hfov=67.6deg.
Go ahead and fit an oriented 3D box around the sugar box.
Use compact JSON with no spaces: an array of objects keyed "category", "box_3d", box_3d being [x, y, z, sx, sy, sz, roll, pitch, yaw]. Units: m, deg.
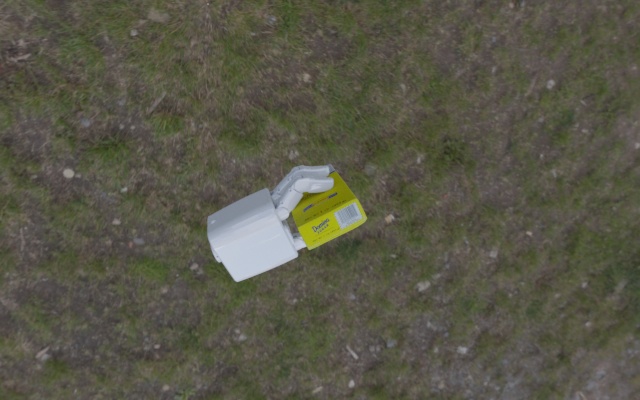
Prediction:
[{"category":"sugar box","box_3d":[0.000,0.002,0.726,0.093,0.048,0.176,-26,25,-2]}]
